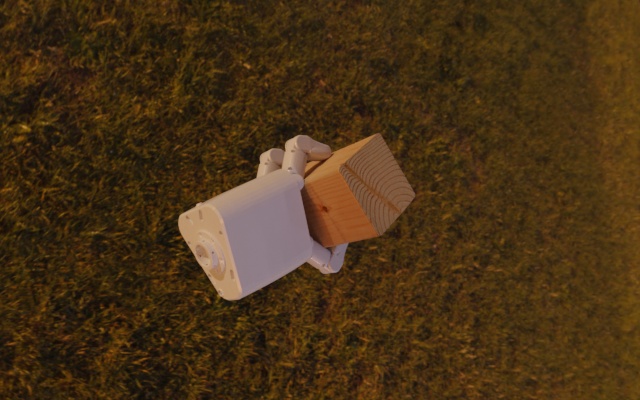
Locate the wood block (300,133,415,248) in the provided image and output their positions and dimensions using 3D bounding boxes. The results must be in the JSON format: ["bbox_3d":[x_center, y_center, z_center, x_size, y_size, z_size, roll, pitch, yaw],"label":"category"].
[{"bbox_3d":[0.000,0.002,0.603,0.206,0.091,0.090,-17,19,48],"label":"wood block"}]
